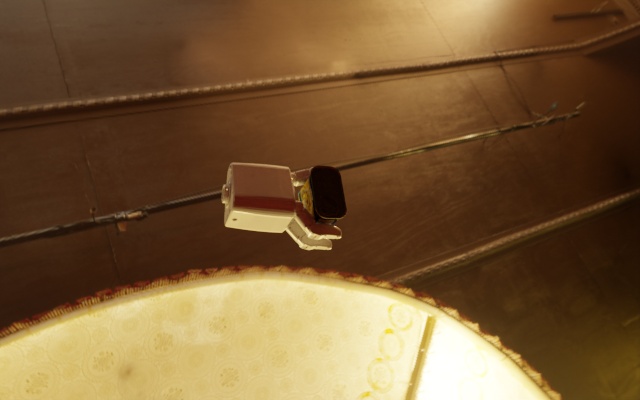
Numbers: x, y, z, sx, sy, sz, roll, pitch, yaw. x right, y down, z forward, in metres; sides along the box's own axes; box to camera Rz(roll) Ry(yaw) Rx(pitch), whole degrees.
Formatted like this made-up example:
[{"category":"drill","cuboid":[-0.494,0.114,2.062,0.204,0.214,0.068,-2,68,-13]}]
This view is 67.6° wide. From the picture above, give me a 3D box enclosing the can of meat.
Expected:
[{"category":"can of meat","cuboid":[0.000,0.003,0.852,0.057,0.102,0.084,2,-27,-21]}]
